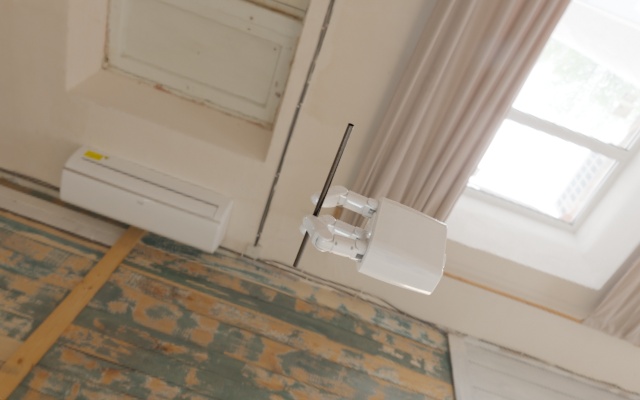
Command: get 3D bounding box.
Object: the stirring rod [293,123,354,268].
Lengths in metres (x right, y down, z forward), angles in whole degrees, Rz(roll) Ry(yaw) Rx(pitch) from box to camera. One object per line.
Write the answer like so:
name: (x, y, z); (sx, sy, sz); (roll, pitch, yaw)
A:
stirring rod: (0.000, 0.002, 0.651); (0.011, 0.240, 0.011); (15, 32, -10)
